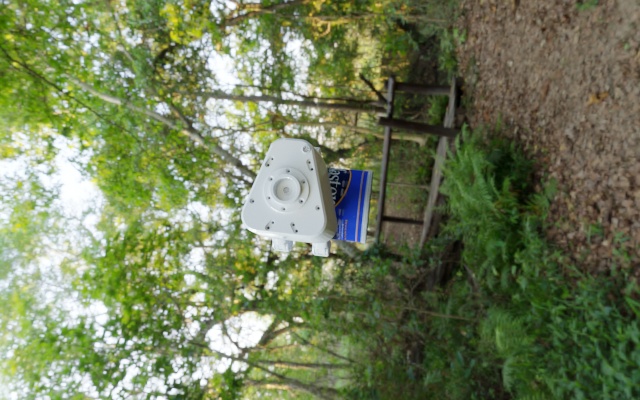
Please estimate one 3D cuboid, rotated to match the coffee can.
[{"bbox_3d":[0.000,0.002,0.677,0.140,0.103,0.103,6,1,7],"label":"coffee can"}]
